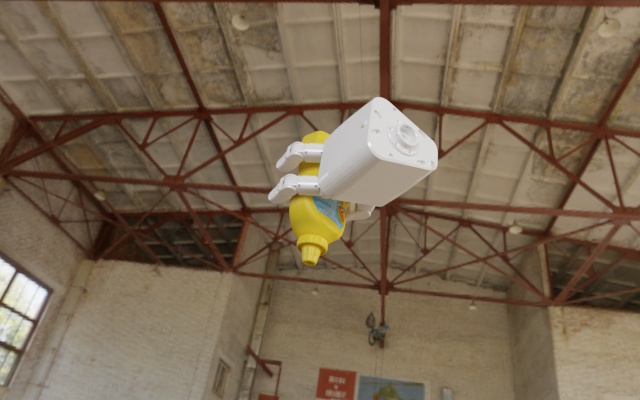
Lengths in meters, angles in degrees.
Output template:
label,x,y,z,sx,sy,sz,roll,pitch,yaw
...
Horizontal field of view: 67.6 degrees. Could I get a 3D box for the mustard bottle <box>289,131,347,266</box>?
label,x,y,z,sx,sy,sz,roll,pitch,yaw
mustard bottle,0.000,0.002,0.672,0.058,0.191,0.096,-14,-39,33
